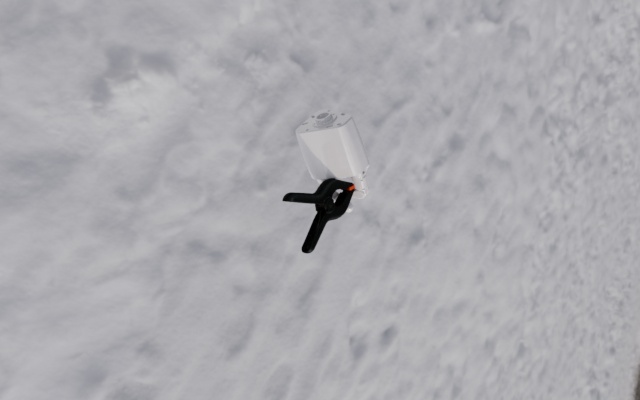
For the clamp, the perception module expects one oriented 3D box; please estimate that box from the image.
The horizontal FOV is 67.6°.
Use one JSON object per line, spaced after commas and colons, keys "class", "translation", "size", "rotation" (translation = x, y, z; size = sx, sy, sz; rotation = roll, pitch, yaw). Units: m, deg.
{"class": "clamp", "translation": [0.001, 0.003, 0.888], "size": [0.039, 0.120, 0.171], "rotation": [8, 42, 40]}
